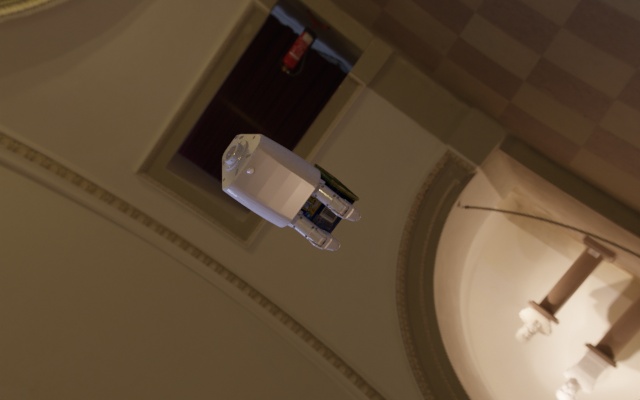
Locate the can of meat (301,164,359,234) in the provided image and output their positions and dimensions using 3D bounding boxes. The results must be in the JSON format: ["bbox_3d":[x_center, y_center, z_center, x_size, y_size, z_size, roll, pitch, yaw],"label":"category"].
[{"bbox_3d":[0.000,0.003,0.738,0.057,0.084,0.102,33,7,-32],"label":"can of meat"}]
